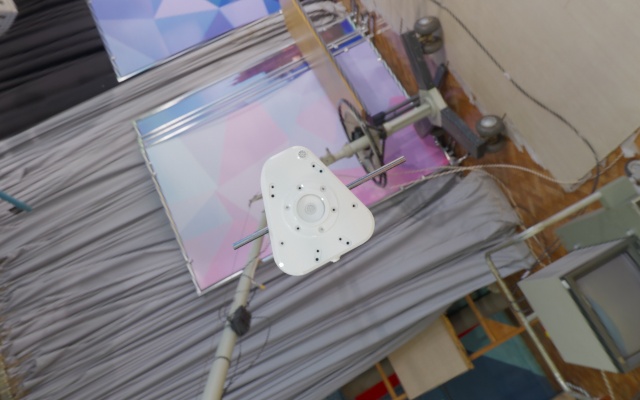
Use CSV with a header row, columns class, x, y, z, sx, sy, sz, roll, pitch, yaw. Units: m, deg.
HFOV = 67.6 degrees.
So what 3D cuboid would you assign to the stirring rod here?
class,x,y,z,sx,sy,sz,roll,pitch,yaw
stirring rod,0.000,0.002,0.593,0.239,0.011,0.011,-27,3,-6
